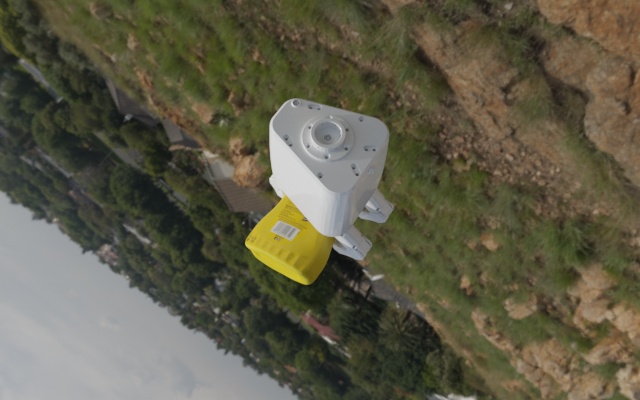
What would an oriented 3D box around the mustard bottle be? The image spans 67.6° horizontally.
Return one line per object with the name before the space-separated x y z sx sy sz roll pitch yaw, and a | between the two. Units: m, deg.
mustard bottle | 0.000 0.002 0.582 0.096 0.191 0.058 22 -24 34
